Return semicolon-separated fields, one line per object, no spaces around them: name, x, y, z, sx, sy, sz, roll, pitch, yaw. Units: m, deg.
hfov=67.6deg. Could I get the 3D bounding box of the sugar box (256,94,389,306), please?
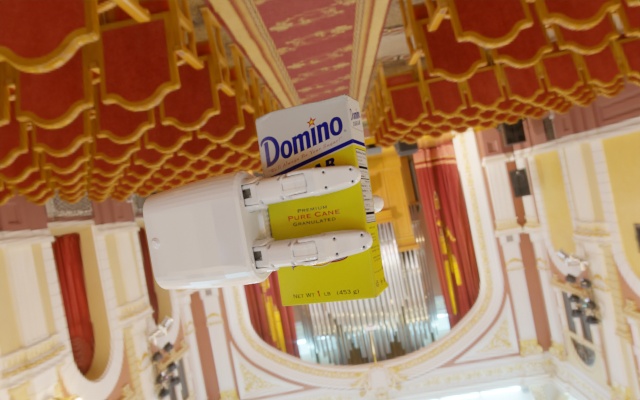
sugar box;0.000;0.002;0.433;0.093;0.176;0.048;-10;0;21
